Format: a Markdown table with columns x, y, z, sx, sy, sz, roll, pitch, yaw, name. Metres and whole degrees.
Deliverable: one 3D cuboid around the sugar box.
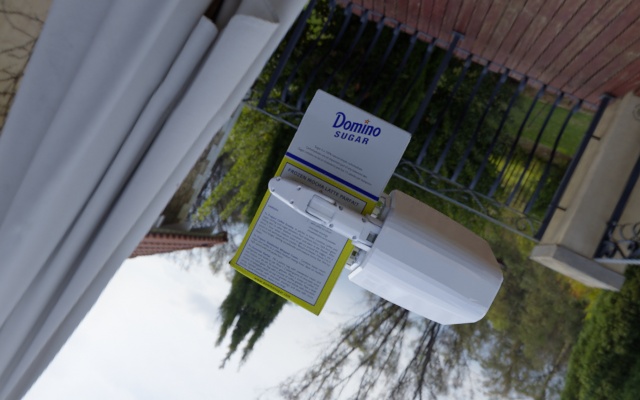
| x | y | z | sx | sy | sz | roll | pitch | yaw | name |
| --- | --- | --- | --- | --- | --- | --- | --- | --- | --- |
| 0.000 | 0.002 | 0.429 | 0.093 | 0.176 | 0.048 | 28 | -1 | 6 | sugar box |
